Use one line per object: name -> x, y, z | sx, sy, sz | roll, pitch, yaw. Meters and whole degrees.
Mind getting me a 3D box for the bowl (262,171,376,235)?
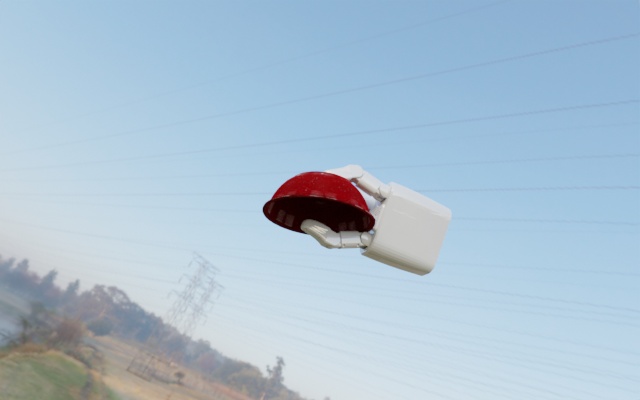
bowl -> -0.001, 0.001, 0.686 | 0.162, 0.055, 0.162 | 6, -22, 2
